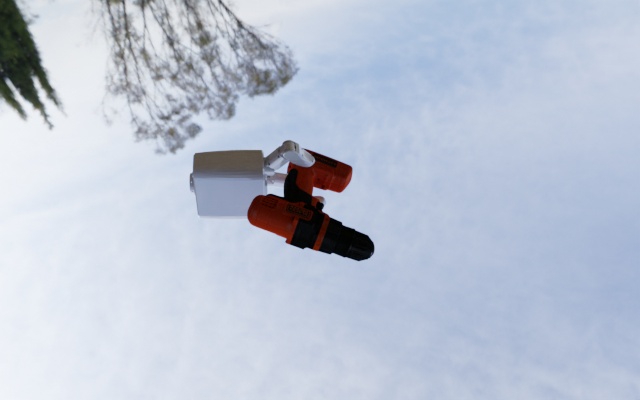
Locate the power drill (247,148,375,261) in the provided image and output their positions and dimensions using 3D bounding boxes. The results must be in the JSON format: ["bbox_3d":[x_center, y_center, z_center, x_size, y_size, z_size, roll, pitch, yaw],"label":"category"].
[{"bbox_3d":[0.000,0.002,0.719,0.184,0.057,0.187,21,34,-3],"label":"power drill"}]
